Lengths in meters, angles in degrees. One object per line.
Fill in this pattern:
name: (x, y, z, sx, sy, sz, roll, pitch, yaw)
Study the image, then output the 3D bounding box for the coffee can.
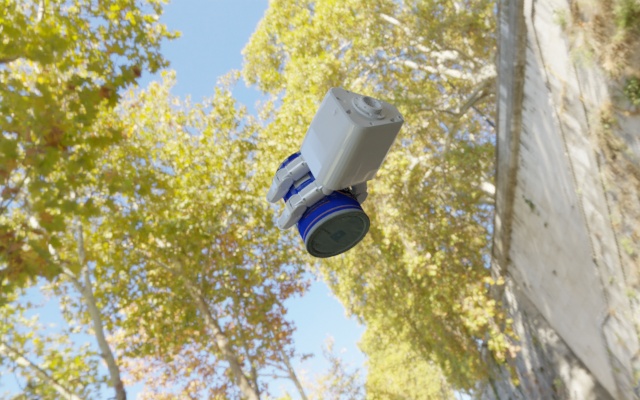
coffee can: (0.000, 0.003, 0.734, 0.103, 0.140, 0.103, -18, -38, -14)
